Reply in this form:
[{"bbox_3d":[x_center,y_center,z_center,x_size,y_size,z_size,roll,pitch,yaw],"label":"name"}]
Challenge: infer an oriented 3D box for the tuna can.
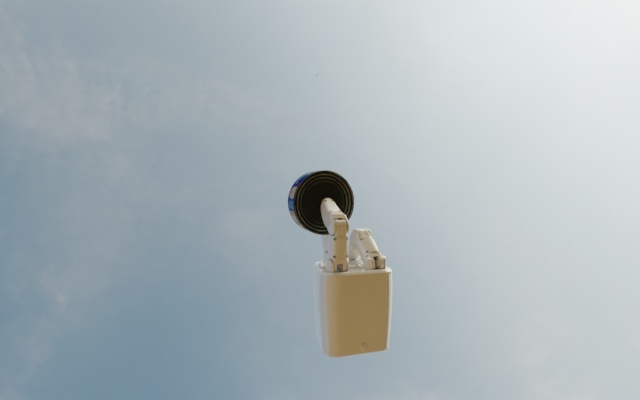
[{"bbox_3d":[0.000,0.002,0.646,0.086,0.086,0.034,0,3,-21],"label":"tuna can"}]
